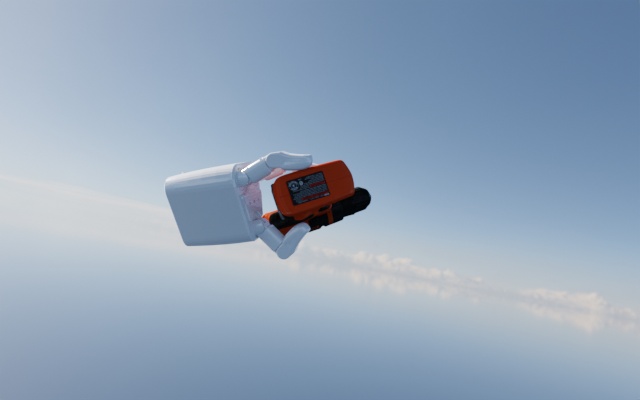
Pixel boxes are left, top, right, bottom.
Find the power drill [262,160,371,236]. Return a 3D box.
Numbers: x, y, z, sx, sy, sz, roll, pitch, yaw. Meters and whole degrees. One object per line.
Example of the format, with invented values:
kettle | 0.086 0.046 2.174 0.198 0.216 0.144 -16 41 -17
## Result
power drill | 0.000 0.002 0.703 0.184 0.057 0.188 -19 -14 -9
